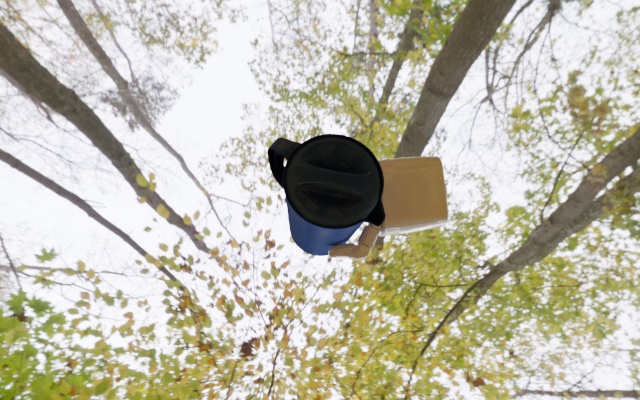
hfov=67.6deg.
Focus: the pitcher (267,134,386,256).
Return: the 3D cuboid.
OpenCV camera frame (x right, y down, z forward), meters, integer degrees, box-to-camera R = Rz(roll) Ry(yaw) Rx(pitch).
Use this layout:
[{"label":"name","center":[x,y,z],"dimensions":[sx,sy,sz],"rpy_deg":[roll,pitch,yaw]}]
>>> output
[{"label":"pitcher","center":[0.000,0.002,0.728],"dimensions":[0.145,0.149,0.243],"rpy_deg":[-7,-18,-8]}]
